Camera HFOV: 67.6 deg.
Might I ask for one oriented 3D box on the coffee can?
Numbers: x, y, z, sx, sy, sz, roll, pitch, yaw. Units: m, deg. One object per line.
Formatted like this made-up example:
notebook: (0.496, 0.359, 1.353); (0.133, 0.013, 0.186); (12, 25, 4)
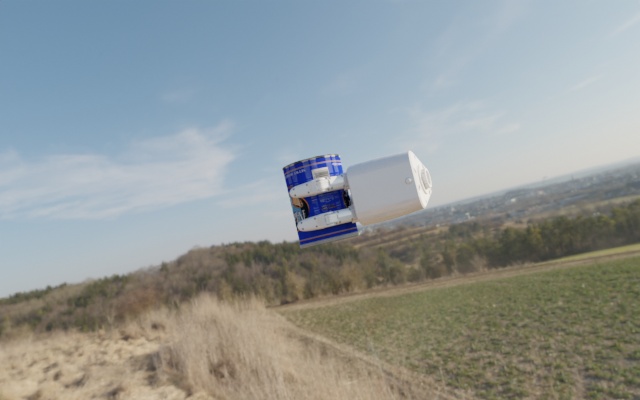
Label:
coffee can: (0.000, 0.003, 0.812); (0.103, 0.140, 0.103); (-13, -4, -1)
